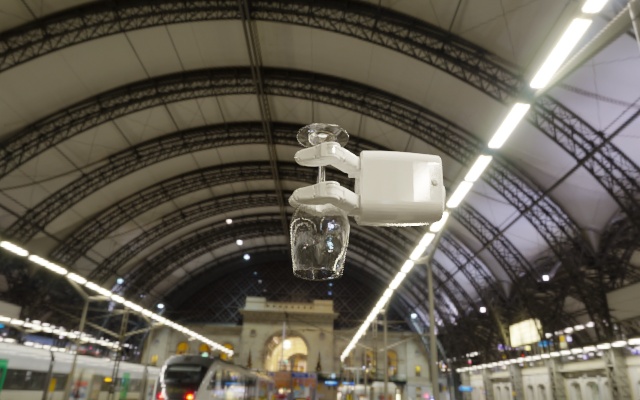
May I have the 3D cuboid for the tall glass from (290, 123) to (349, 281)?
[{"bbox_3d":[0.000,0.001,0.640,0.079,0.201,0.079,2,-22,1],"label":"tall glass"}]
